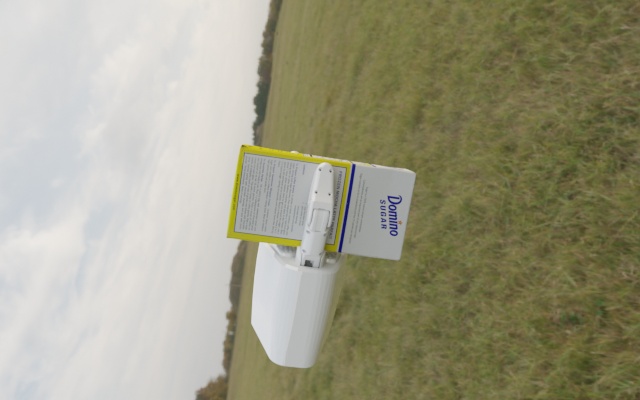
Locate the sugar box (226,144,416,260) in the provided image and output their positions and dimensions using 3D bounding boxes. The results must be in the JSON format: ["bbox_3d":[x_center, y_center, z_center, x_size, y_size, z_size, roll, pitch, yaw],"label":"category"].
[{"bbox_3d":[0.000,0.002,0.484,0.176,0.093,0.048,9,9,-8],"label":"sugar box"}]
